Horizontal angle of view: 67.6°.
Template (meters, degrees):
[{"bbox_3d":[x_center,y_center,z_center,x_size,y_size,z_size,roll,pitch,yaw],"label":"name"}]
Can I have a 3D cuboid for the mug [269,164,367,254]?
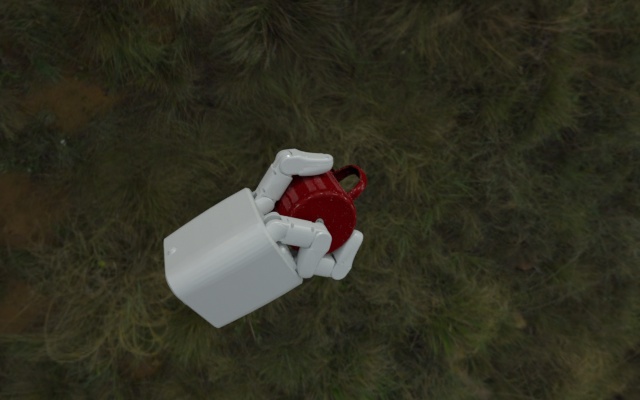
[{"bbox_3d":[0.001,0.001,0.531,0.117,0.093,0.081,-31,33,-1],"label":"mug"}]
